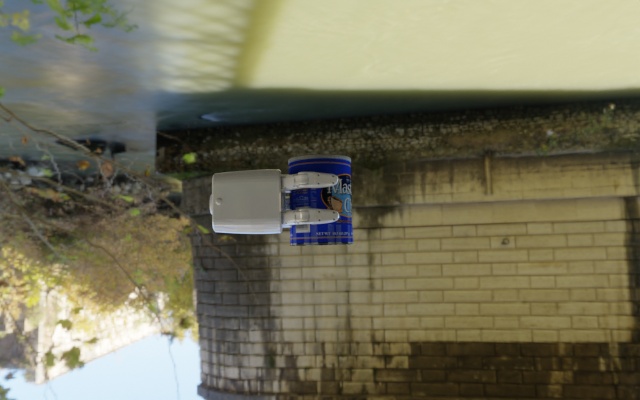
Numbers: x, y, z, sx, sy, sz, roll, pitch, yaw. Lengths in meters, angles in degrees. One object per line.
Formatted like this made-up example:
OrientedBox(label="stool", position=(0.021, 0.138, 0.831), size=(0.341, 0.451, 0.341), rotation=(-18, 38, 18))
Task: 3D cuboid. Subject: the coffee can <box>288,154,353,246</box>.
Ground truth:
OrientedBox(label="coffee can", position=(0.000, 0.002, 0.774), size=(0.103, 0.140, 0.103), rotation=(-1, -5, 0))
